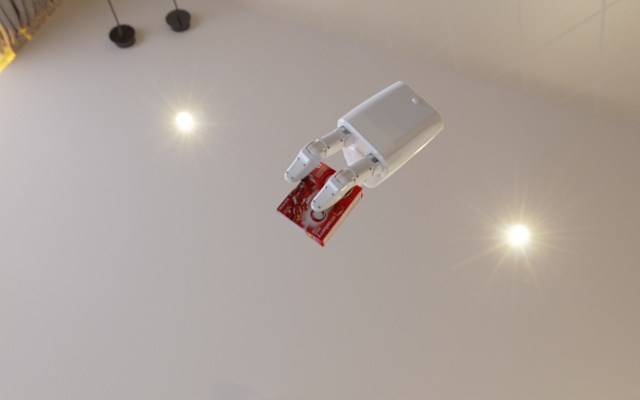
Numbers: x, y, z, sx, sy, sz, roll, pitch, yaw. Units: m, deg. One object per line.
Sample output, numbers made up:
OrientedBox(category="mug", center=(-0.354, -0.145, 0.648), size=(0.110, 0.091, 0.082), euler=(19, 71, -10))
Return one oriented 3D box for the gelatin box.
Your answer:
OrientedBox(category="gelatin box", center=(0.000, 0.002, 0.608), size=(0.073, 0.089, 0.030), euler=(35, -15, 16))
